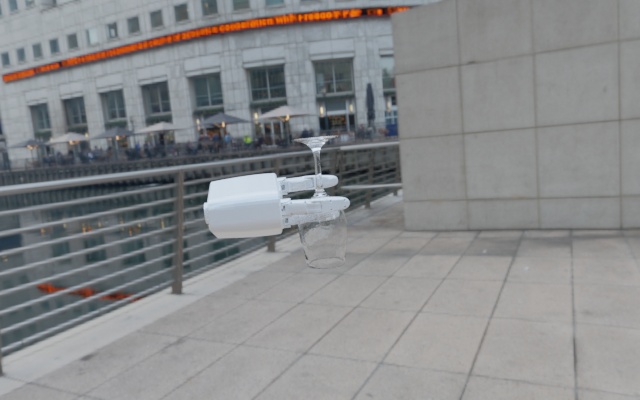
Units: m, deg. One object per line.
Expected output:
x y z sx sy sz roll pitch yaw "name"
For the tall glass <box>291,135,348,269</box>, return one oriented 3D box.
0.000 0.002 0.745 0.079 0.201 0.079 -5 7 1 "tall glass"
